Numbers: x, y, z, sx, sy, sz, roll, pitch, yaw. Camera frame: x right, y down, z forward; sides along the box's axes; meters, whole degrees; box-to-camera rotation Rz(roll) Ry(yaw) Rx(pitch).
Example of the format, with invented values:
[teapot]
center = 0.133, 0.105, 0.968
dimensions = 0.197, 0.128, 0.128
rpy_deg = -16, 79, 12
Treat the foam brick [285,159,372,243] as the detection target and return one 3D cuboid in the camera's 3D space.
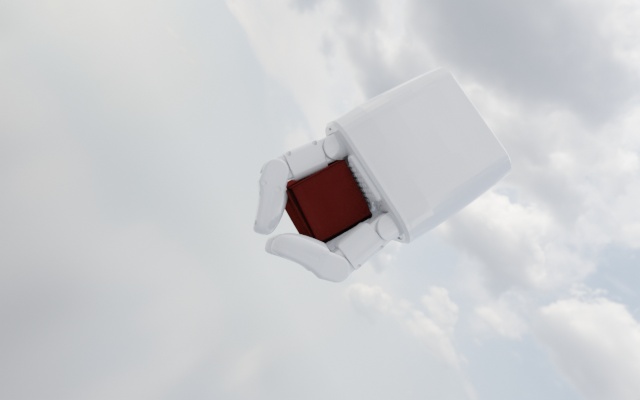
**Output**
[foam brick]
center = 0.000, 0.001, 0.402
dimensions = 0.051, 0.053, 0.078
rpy_deg = -30, 9, -10
